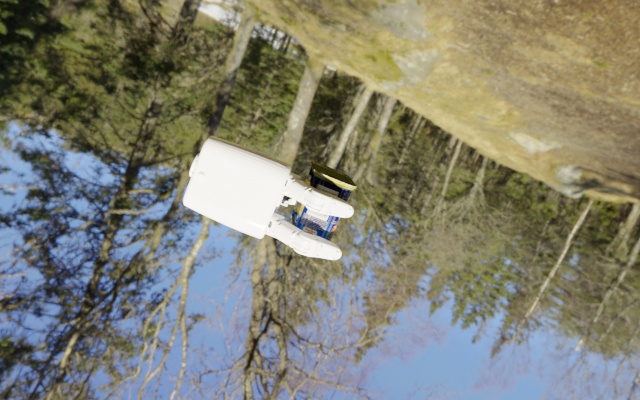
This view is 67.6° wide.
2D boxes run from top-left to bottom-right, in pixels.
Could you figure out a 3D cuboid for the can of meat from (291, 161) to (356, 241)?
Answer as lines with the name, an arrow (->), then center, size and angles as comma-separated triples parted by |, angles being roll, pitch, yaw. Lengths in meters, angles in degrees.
can of meat -> 0.000, 0.002, 0.623 | 0.057, 0.084, 0.102 | 22, 10, -8
